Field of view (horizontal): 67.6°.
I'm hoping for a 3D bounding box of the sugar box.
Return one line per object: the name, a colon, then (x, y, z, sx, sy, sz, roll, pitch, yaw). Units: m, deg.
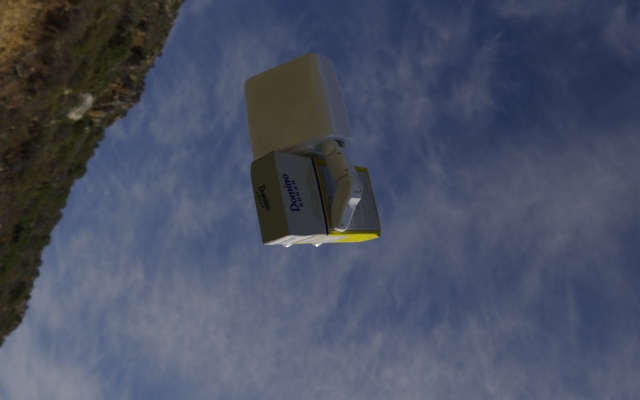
sugar box: (0.000, 0.002, 0.555, 0.048, 0.093, 0.176, -22, -17, 38)
